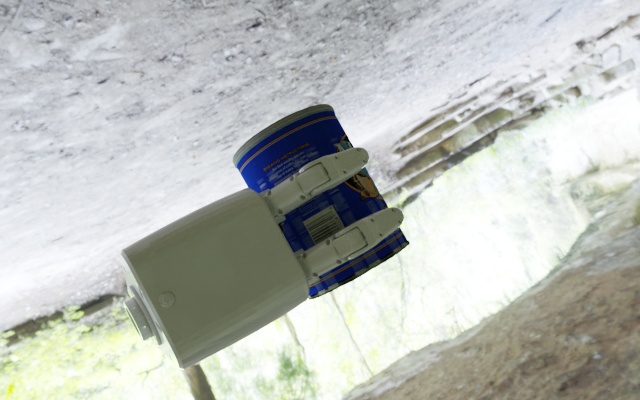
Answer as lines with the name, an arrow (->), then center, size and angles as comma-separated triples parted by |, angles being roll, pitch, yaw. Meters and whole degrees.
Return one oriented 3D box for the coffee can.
coffee can -> 0.000, 0.001, 0.426 | 0.103, 0.140, 0.103 | -29, -5, -3
